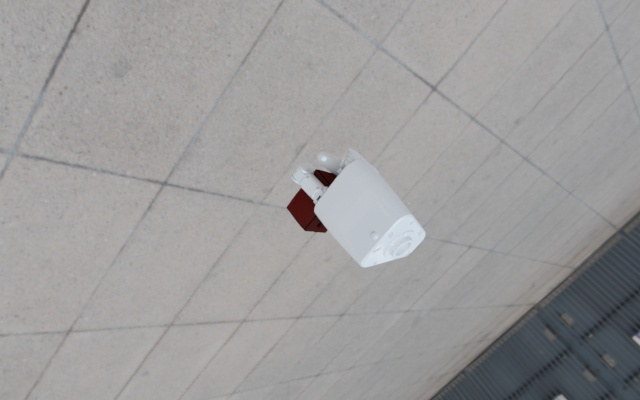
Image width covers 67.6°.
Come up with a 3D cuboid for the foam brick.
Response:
[{"bbox_3d":[0.000,0.002,0.690,0.053,0.078,0.051,10,35,-53],"label":"foam brick"}]
